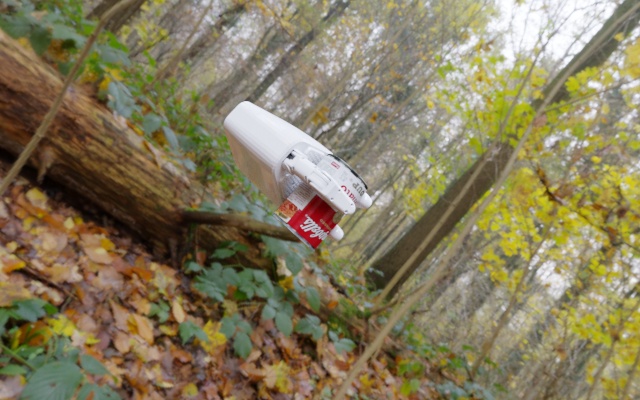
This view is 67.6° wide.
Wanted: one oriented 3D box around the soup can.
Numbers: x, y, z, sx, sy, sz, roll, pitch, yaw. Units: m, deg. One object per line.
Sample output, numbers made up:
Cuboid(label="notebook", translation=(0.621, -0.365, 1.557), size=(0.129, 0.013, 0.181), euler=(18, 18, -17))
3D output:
Cuboid(label="soup can", translation=(0.001, 0.002, 0.580), size=(0.068, 0.102, 0.068), euler=(42, -5, 5))
